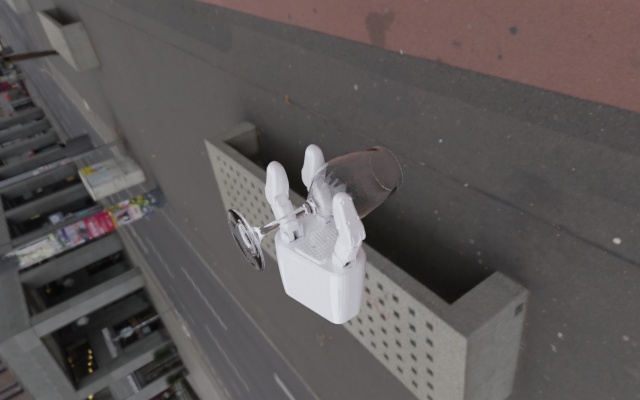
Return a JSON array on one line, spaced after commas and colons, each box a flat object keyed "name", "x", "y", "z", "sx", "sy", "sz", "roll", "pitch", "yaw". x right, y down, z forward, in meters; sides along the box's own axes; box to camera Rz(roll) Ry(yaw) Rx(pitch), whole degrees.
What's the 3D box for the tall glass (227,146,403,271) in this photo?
[{"name": "tall glass", "x": 0.000, "y": 0.002, "z": 0.548, "sx": 0.201, "sy": 0.079, "sz": 0.079, "roll": -27, "pitch": 12, "yaw": -25}]
